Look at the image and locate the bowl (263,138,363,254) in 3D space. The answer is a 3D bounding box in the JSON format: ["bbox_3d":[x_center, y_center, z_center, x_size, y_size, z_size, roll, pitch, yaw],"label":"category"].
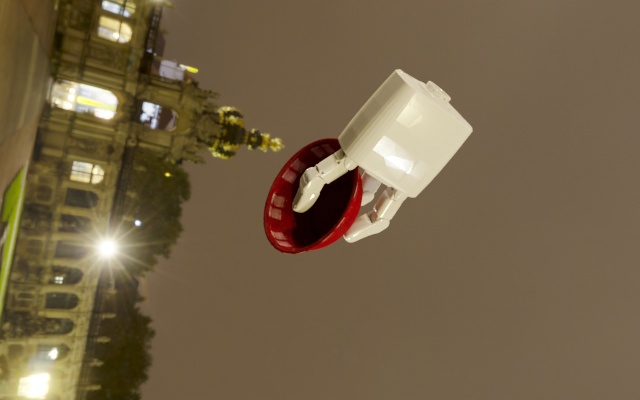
[{"bbox_3d":[-0.001,0.003,0.621,0.162,0.162,0.055,0,-24,45],"label":"bowl"}]
